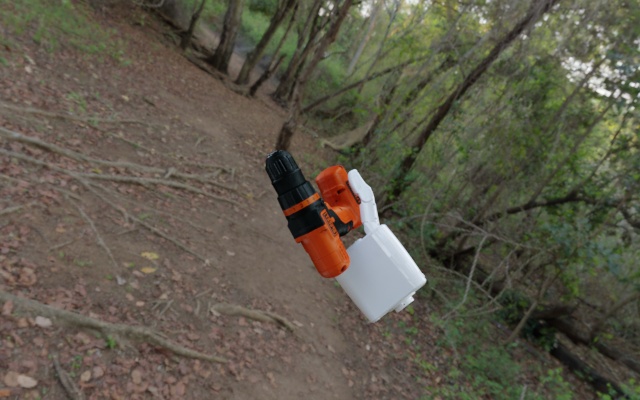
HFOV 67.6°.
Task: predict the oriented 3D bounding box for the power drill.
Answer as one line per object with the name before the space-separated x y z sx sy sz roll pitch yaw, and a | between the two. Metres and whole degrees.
power drill | 0.000 0.002 0.694 0.057 0.184 0.187 -25 5 23
